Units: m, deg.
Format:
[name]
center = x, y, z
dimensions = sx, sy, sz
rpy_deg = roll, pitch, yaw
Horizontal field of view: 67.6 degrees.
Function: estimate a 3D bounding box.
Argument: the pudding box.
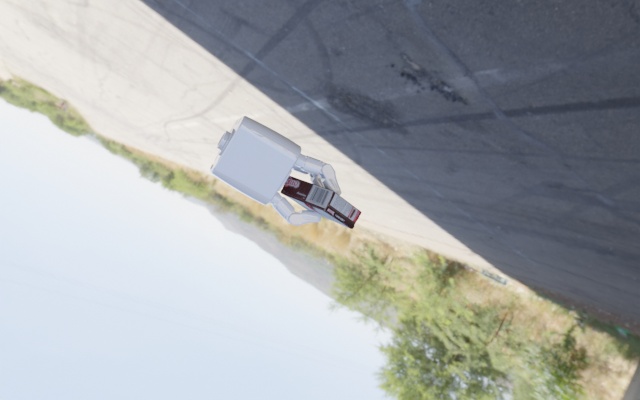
[pudding box]
center = 0.000, 0.003, 0.811
dimensions = 0.113, 0.039, 0.090
rpy_deg = 23, -7, 42
